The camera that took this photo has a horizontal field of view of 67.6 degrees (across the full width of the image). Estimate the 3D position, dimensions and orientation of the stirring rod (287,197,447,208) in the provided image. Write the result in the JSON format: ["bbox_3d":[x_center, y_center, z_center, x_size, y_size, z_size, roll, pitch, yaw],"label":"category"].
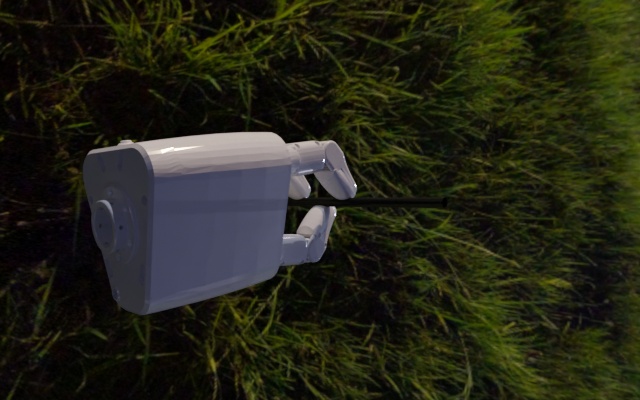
[{"bbox_3d":[0.000,0.001,0.423,0.239,0.011,0.011,0,0,42],"label":"stirring rod"}]
